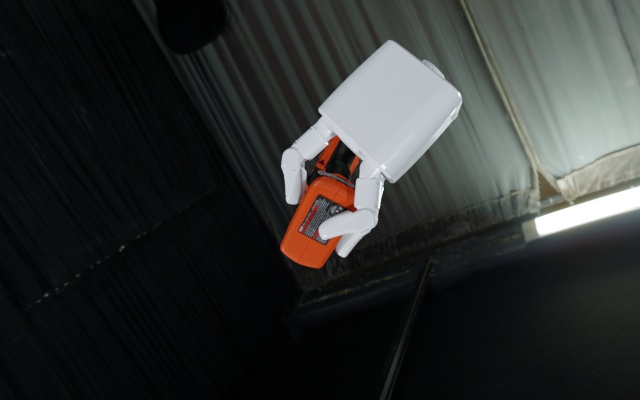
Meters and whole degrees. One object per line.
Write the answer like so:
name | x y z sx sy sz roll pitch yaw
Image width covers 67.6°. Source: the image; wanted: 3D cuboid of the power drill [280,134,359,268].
power drill | 0.000 0.002 0.589 0.057 0.184 0.187 24 24 -6
